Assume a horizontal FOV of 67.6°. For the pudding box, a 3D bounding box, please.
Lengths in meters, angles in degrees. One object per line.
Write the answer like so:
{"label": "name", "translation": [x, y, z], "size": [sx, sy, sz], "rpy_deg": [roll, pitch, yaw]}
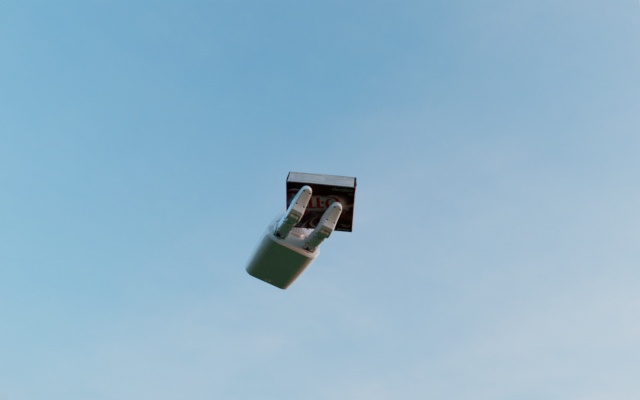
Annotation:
{"label": "pudding box", "translation": [0.000, 0.002, 0.778], "size": [0.113, 0.090, 0.039], "rpy_deg": [4, 36, 3]}
